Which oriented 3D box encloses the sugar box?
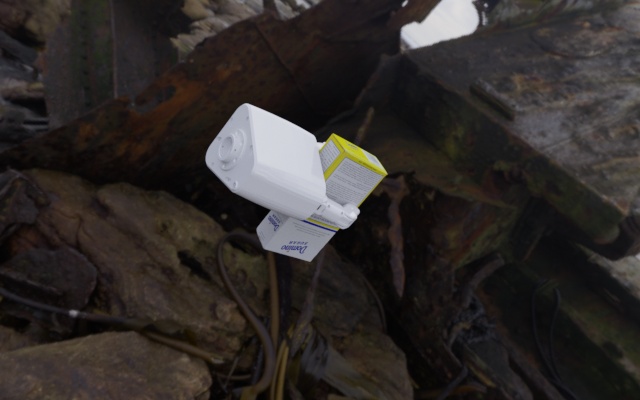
[{"bbox_3d":[0.000,0.002,0.649,0.093,0.176,0.048,23,28,-42],"label":"sugar box"}]
